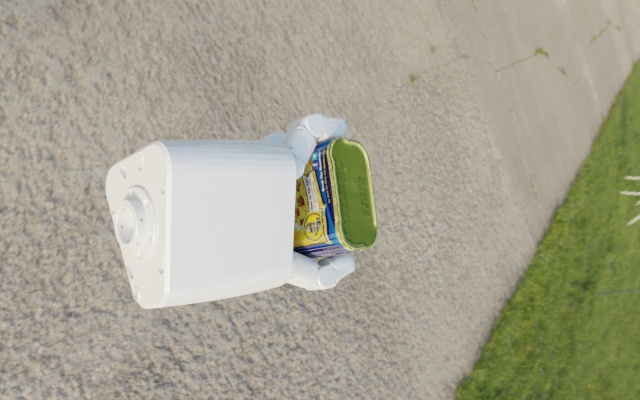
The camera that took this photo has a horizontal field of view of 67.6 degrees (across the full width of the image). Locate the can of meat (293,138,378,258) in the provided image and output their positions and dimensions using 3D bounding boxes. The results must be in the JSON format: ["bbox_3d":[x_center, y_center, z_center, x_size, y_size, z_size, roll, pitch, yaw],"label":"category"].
[{"bbox_3d":[0.000,0.001,0.427,0.084,0.102,0.057,-15,-12,43],"label":"can of meat"}]
